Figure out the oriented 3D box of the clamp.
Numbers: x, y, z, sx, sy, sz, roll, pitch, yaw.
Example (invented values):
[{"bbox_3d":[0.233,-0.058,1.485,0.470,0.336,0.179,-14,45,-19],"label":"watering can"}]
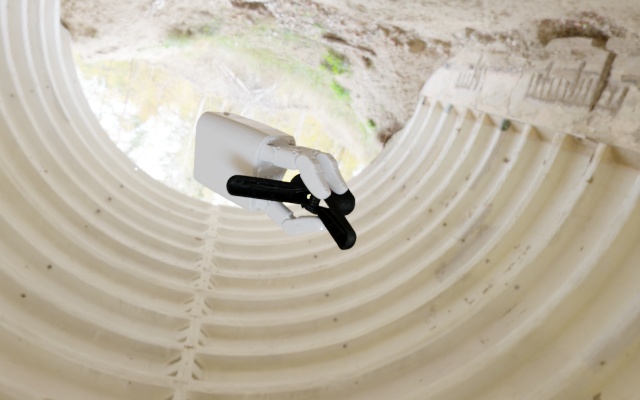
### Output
[{"bbox_3d":[0.000,0.003,0.616,0.164,0.036,0.210,29,18,19],"label":"clamp"}]
